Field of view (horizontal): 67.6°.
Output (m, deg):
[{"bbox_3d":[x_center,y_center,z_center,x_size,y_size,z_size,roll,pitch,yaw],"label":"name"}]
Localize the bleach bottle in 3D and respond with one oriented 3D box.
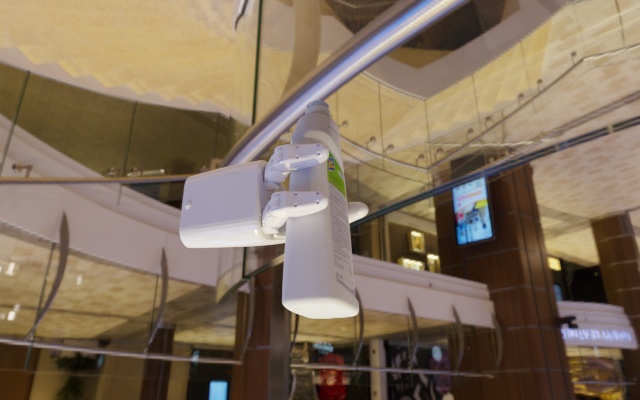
[{"bbox_3d":[0.000,0.002,0.553,0.068,0.250,0.103,-8,-24,18],"label":"bleach bottle"}]
